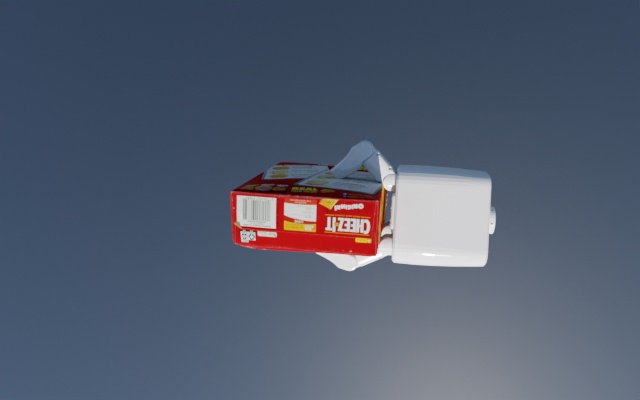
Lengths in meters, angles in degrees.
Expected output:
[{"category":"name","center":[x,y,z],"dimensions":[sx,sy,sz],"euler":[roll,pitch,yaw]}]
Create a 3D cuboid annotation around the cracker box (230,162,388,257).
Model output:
[{"category":"cracker box","center":[0.000,0.002,0.609],"dimensions":[0.164,0.072,0.213],"euler":[3,13,10]}]
